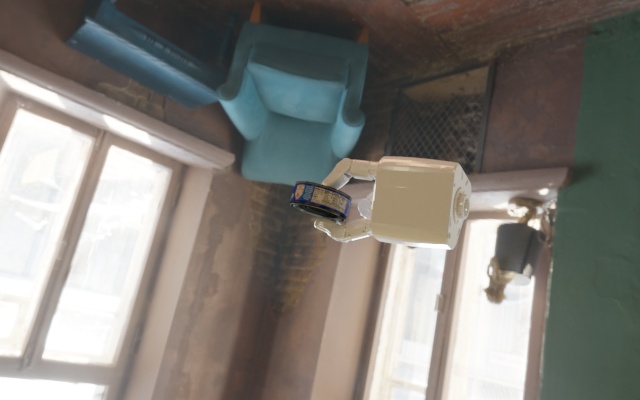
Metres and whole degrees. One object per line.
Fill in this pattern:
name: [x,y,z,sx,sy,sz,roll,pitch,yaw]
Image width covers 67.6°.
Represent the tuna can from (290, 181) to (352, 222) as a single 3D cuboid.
tuna can: [0.000,0.003,0.688,0.086,0.033,0.086,16,-11,3]
